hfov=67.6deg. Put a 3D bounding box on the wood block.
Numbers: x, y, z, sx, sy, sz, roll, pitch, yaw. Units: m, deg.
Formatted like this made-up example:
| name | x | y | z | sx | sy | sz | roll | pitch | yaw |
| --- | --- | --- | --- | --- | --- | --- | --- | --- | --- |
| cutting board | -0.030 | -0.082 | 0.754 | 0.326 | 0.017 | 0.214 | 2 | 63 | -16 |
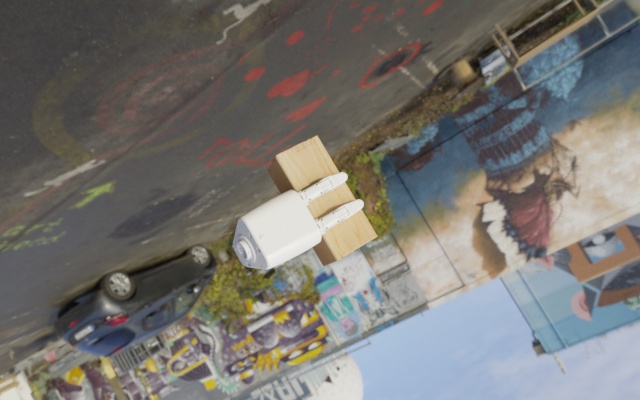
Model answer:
| name | x | y | z | sx | sy | sz | roll | pitch | yaw |
| --- | --- | --- | --- | --- | --- | --- | --- | --- | --- |
| wood block | 0.000 | 0.003 | 0.856 | 0.090 | 0.206 | 0.091 | -29 | -4 | -20 |
